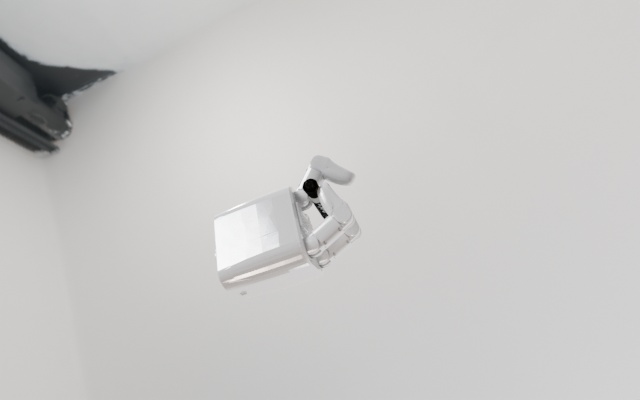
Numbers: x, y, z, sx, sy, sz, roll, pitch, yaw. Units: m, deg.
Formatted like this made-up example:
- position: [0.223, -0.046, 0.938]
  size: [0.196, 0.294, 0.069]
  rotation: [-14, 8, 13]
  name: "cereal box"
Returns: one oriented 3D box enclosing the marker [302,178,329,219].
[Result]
- position: [0.000, 0.002, 0.603]
  size: [0.020, 0.020, 0.121]
  rotation: [0, -20, 14]
  name: "marker"
